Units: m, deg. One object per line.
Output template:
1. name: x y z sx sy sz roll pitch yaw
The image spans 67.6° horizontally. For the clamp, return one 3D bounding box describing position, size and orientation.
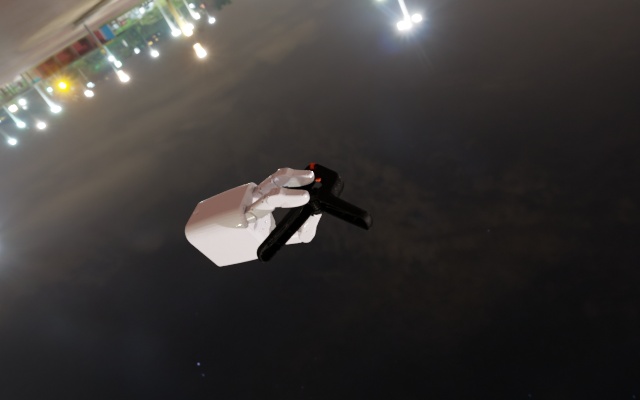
1. clamp: 0.000 0.003 0.704 0.164 0.036 0.209 -14 31 17
